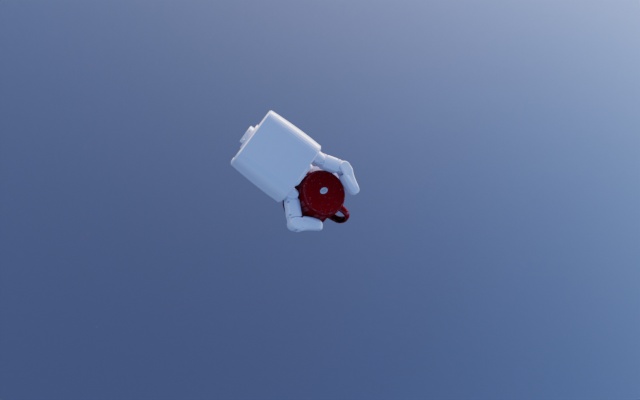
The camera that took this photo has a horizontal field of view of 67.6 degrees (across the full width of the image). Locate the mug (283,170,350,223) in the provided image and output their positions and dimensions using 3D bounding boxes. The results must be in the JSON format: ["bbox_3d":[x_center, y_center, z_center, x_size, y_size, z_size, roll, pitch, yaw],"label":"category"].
[{"bbox_3d":[0.001,0.004,0.838,0.117,0.093,0.081,37,-26,-12],"label":"mug"}]
